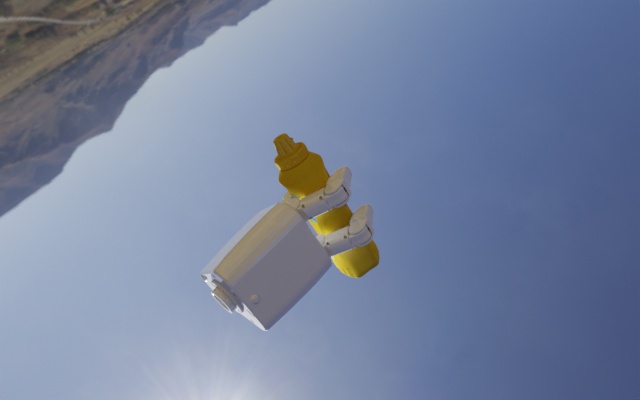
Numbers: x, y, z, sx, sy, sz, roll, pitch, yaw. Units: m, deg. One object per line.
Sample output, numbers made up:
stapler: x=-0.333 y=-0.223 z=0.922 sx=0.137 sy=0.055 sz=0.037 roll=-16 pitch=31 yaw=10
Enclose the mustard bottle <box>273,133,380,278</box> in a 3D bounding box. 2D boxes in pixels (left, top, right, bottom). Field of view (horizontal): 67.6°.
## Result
mustard bottle: x=0.000 y=0.002 z=0.581 sx=0.058 sy=0.192 sz=0.096 roll=-34 pitch=24 yaw=-2
